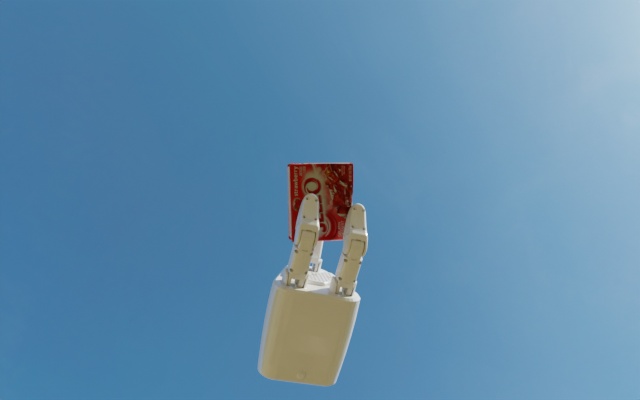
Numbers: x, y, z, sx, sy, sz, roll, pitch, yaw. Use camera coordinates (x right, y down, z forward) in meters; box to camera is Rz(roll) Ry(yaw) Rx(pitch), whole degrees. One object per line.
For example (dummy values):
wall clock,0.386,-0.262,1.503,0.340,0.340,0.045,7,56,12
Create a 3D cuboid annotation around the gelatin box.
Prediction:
gelatin box,0.000,0.001,0.545,0.073,0.089,0.030,-1,4,-10
